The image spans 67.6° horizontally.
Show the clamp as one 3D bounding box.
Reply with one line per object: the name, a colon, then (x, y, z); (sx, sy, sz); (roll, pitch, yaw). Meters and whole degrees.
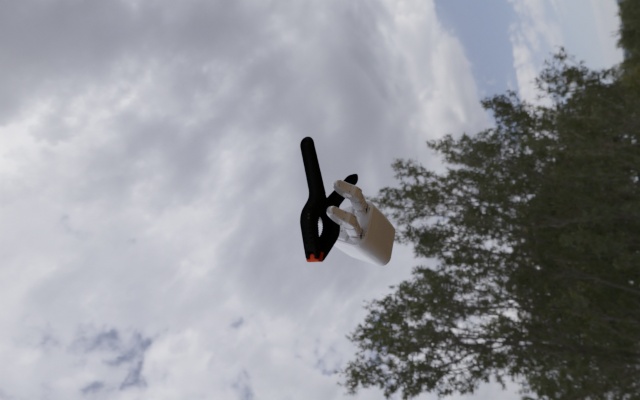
clamp: (-0.001, 0.003, 0.839); (0.036, 0.210, 0.165); (-8, -34, 38)
